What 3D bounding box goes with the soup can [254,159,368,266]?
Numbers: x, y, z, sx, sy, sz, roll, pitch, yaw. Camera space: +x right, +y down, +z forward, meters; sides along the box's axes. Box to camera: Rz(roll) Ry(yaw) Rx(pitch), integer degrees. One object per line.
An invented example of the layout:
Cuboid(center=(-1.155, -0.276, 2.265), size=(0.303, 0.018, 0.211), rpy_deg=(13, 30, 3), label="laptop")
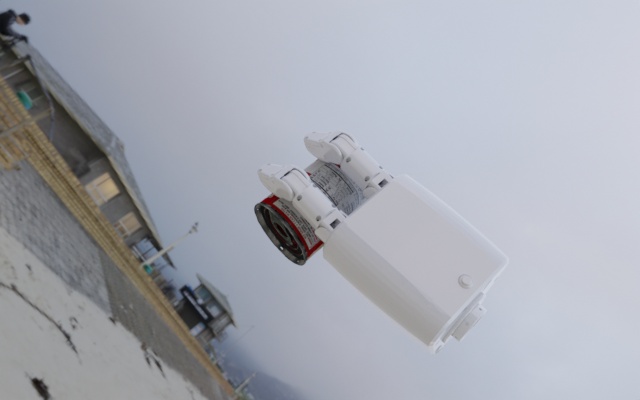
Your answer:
Cuboid(center=(0.000, 0.001, 0.438), size=(0.102, 0.068, 0.068), rpy_deg=(-39, 16, -22), label="soup can")
